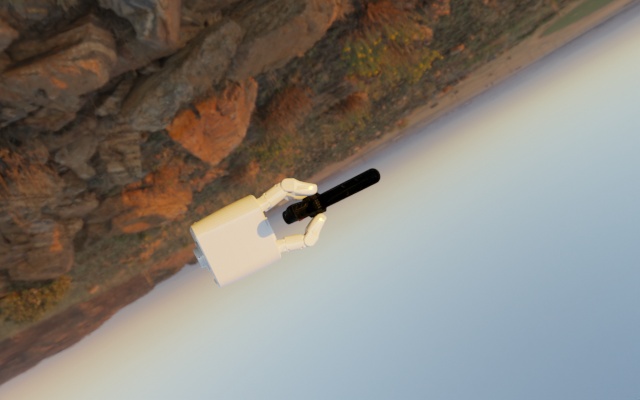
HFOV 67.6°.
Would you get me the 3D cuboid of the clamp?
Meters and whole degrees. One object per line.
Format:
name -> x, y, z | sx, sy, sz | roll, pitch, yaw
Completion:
clamp -> 0.000, 0.004, 0.789 | 0.164, 0.036, 0.210 | -24, -2, -17
